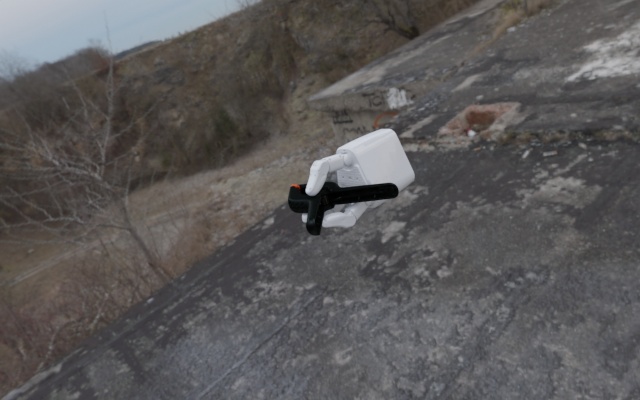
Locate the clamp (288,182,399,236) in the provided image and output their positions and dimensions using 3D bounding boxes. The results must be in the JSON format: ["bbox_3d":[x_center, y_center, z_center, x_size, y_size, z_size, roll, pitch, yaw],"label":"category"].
[{"bbox_3d":[0.000,0.002,0.779,0.164,0.036,0.210,-26,21,-32],"label":"clamp"}]
